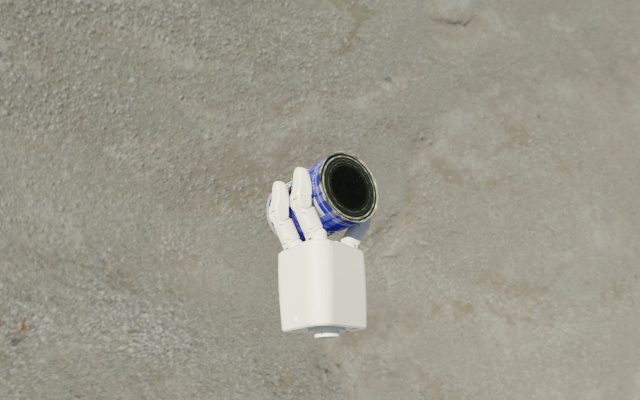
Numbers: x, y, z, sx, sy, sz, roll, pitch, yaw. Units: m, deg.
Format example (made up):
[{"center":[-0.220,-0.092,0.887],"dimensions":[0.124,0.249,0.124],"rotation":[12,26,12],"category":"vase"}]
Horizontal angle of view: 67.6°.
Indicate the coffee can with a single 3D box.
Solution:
[{"center":[0.000,0.002,0.695],"dimensions":[0.103,0.102,0.140],"rotation":[0,-18,-38],"category":"coffee can"}]
